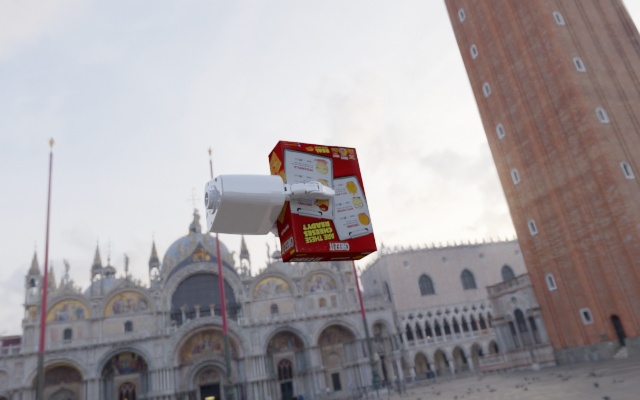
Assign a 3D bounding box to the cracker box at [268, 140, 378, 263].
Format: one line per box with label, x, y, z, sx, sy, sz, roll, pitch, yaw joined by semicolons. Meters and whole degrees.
cracker box;0.000;0.003;0.874;0.164;0.213;0.072;2;-24;-28
